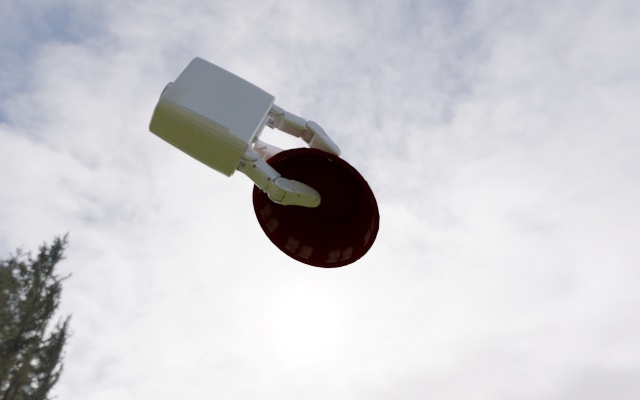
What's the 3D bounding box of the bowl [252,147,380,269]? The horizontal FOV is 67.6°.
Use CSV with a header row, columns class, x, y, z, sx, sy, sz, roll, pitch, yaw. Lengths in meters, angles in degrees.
class,x,y,z,sx,sy,sz,roll,pitch,yaw
bowl,0.001,0.003,0.584,0.162,0.162,0.055,0,27,23
